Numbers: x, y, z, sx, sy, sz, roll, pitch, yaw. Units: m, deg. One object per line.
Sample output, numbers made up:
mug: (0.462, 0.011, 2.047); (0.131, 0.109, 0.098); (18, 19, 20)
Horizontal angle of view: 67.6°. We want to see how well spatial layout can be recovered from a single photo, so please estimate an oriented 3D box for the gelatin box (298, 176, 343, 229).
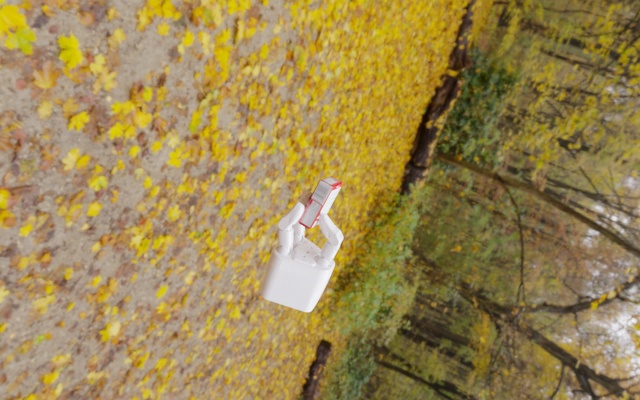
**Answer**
gelatin box: (0.001, 0.003, 0.849); (0.030, 0.089, 0.073); (31, 15, 10)
